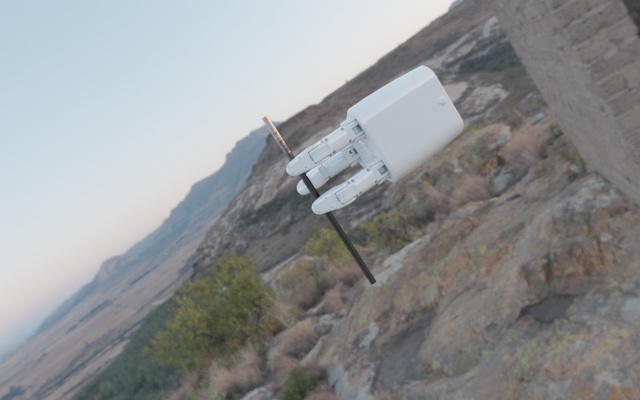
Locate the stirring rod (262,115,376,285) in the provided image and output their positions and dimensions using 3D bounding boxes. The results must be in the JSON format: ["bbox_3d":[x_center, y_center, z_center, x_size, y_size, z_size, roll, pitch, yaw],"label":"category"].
[{"bbox_3d":[0.000,0.002,0.574,0.011,0.239,0.011,-33,7,5],"label":"stirring rod"}]
